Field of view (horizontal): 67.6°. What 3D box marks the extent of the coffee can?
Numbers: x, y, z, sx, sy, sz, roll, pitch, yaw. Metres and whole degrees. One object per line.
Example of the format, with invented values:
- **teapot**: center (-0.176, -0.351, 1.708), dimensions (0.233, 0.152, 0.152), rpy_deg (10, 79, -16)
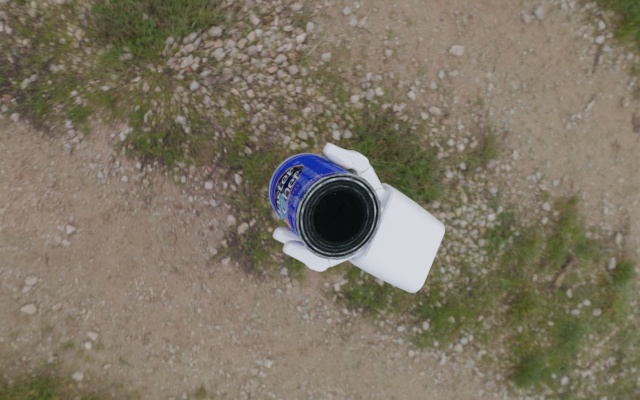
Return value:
- **coffee can**: center (0.000, 0.002, 0.598), dimensions (0.103, 0.103, 0.140), rpy_deg (0, 14, -19)
